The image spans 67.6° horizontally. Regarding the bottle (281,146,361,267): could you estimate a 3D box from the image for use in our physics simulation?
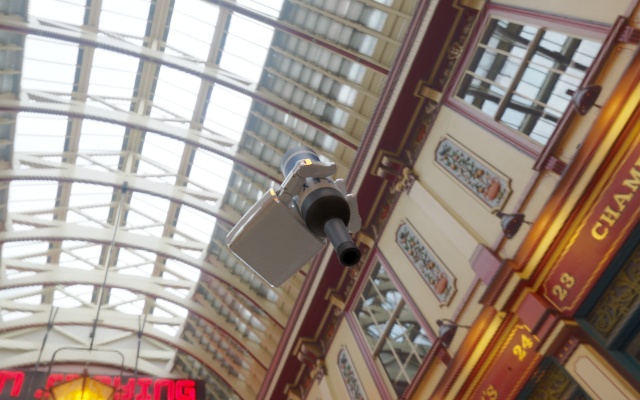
[{"bbox_3d":[0.000,0.002,0.699,0.069,0.069,0.295,0,27,-16],"label":"bottle"}]
